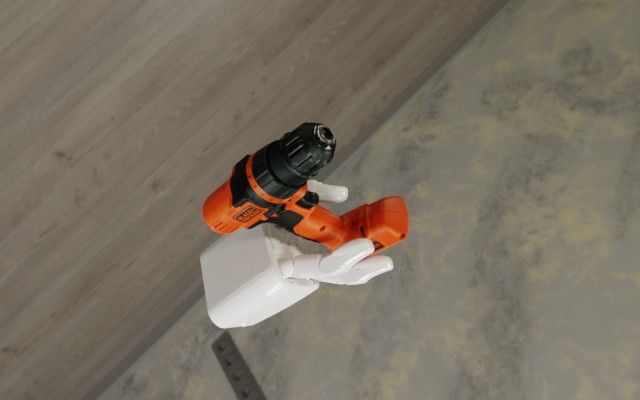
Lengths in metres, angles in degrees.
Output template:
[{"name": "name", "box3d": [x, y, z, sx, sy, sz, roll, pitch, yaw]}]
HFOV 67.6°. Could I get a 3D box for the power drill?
[{"name": "power drill", "box3d": [0.000, 0.002, 0.482, 0.188, 0.057, 0.184, 23, -35, -33]}]
